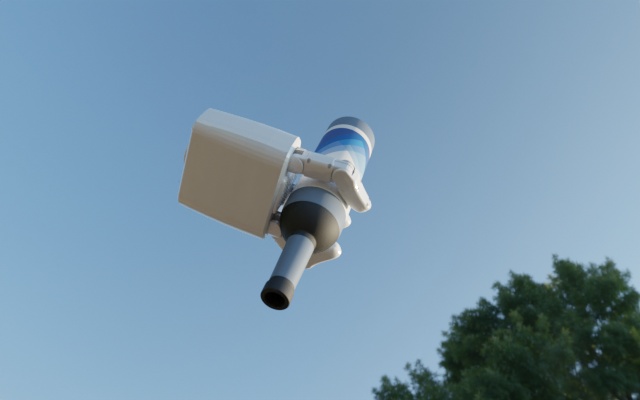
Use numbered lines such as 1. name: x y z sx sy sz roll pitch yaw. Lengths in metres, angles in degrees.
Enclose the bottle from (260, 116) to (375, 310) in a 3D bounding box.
1. bottle: 0.000 0.002 0.527 0.069 0.069 0.295 0 35 19
